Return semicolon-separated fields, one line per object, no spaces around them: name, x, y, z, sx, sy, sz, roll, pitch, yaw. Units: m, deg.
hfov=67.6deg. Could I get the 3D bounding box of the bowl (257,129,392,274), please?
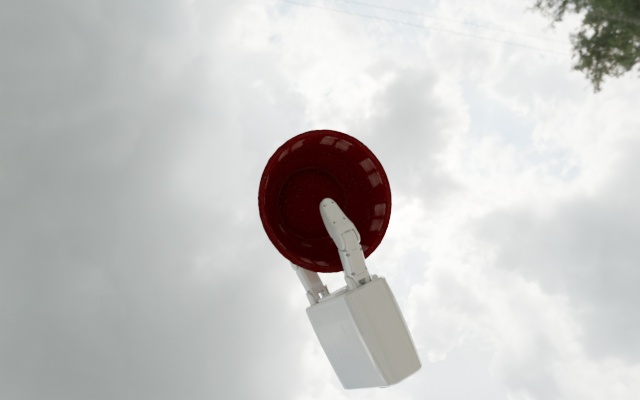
bowl;0.000;0.001;0.555;0.162;0.162;0.055;0;-4;-21
